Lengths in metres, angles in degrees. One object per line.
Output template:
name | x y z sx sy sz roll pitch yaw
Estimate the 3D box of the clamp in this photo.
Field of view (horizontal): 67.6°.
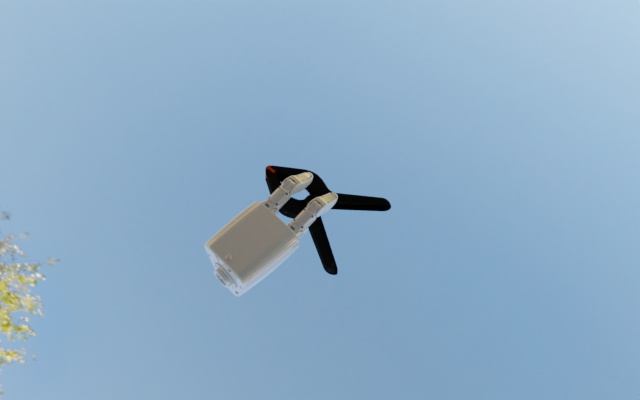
clamp | -0.001 0.003 0.778 0.164 0.210 0.036 -39 -21 -28
